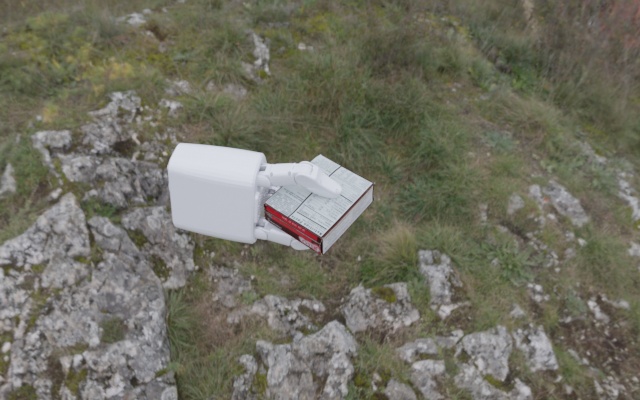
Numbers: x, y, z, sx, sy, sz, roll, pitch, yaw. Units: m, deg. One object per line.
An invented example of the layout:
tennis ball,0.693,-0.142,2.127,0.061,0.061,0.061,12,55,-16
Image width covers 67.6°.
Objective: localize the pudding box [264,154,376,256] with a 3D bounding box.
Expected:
pudding box,0.000,0.002,0.585,0.090,0.039,0.113,31,57,23
